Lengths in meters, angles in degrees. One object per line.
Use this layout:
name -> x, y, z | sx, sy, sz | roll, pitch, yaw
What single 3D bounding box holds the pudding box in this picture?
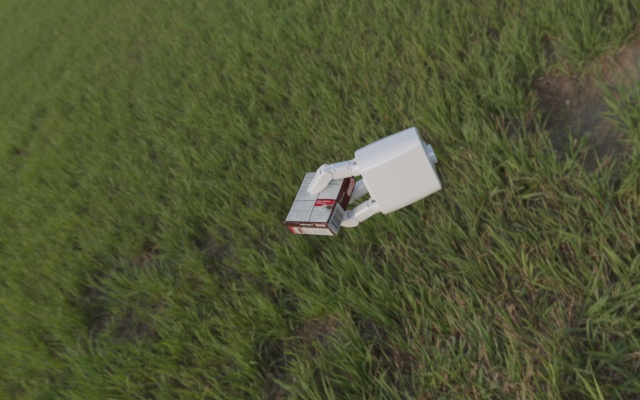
pudding box -> 0.000, 0.003, 0.811 | 0.090, 0.113, 0.039 | 0, -37, 34
